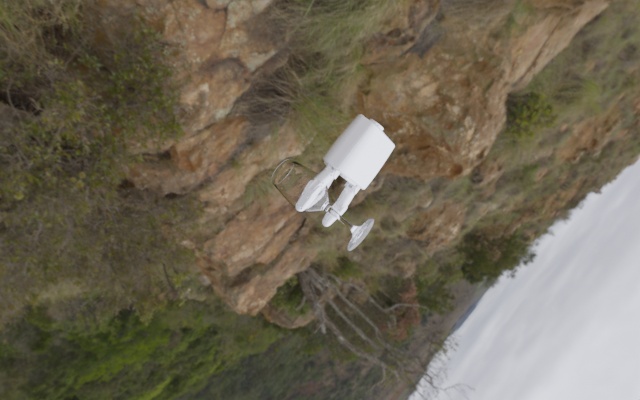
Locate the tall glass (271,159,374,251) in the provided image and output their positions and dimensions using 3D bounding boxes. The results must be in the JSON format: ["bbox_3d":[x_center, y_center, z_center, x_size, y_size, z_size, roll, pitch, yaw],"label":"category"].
[{"bbox_3d":[0.001,0.003,0.891,0.201,0.079,0.079,38,14,19],"label":"tall glass"}]
